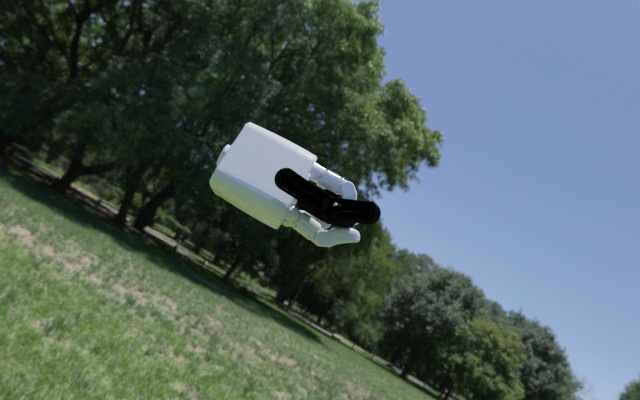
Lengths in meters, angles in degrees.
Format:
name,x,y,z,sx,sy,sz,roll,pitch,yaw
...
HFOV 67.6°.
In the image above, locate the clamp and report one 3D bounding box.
name,x,y,z,sx,sy,sz,roll,pitch,yaw
clamp,0.000,0.001,0.578,0.120,0.039,0.171,29,-11,-3
